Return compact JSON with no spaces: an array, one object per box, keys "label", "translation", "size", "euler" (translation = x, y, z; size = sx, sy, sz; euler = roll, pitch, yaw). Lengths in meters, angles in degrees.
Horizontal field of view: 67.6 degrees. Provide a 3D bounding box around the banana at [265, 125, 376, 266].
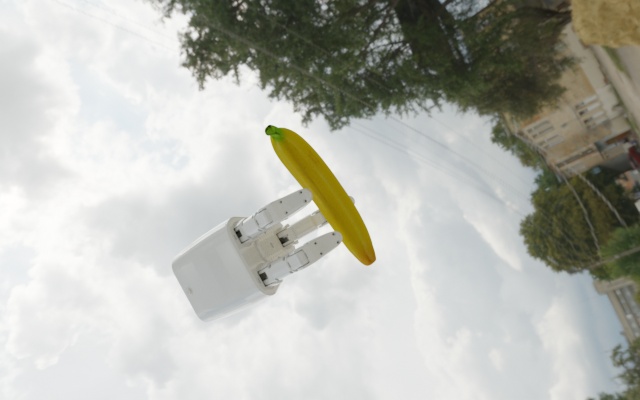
[{"label":"banana","translation":[0.000,-0.010,0.531],"size":[0.037,0.198,0.069],"euler":[-30,23,22]}]
